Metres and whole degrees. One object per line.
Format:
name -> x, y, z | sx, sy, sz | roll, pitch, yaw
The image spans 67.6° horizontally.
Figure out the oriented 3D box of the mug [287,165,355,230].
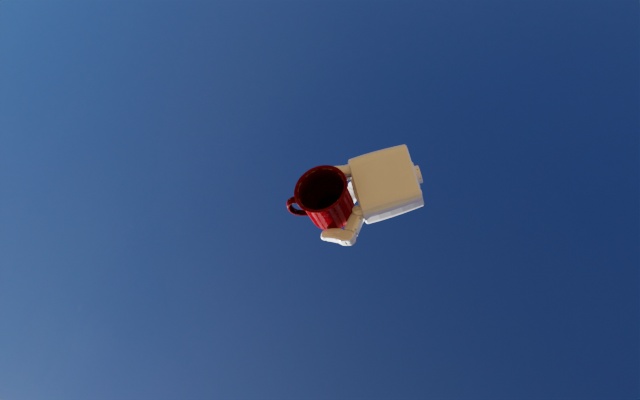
mug -> -0.001, 0.003, 0.825 | 0.117, 0.093, 0.081 | -15, -34, 11
